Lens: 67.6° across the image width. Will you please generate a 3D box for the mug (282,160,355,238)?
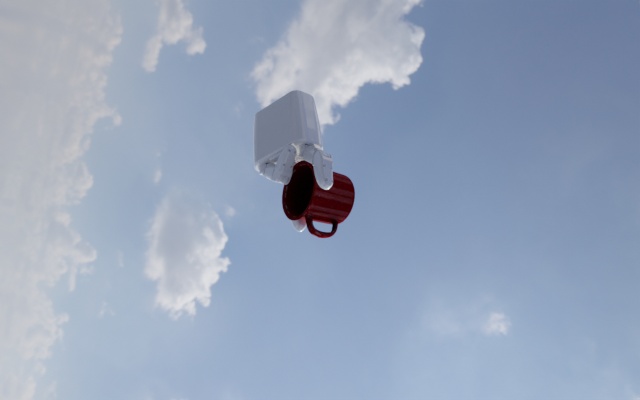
[{"bbox_3d":[0.000,0.004,0.730,0.081,0.117,0.093,13,-35,-33],"label":"mug"}]
